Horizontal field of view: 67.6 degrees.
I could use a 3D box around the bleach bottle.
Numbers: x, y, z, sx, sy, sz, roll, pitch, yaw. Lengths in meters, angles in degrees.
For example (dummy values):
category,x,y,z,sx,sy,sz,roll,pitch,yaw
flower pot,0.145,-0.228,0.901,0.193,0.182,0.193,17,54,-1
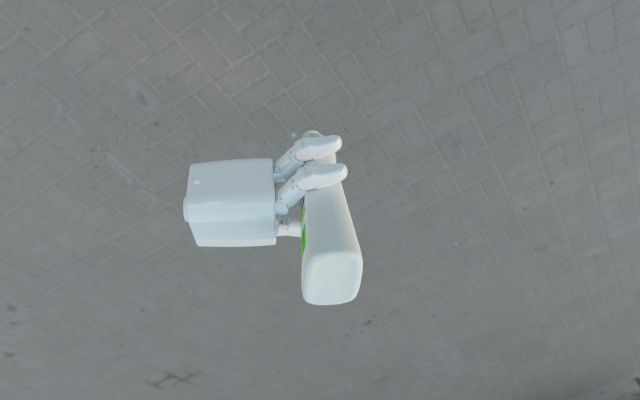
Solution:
category,x,y,z,sx,sy,sz,roll,pitch,yaw
bleach bottle,0.000,0.002,0.620,0.068,0.103,0.250,-2,45,-7
